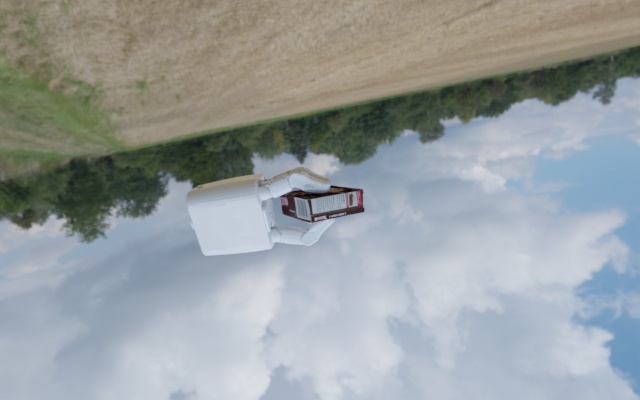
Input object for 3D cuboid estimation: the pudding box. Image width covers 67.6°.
[{"bbox_3d":[0.000,0.003,0.717,0.090,0.039,0.113,-11,12,-24],"label":"pudding box"}]
